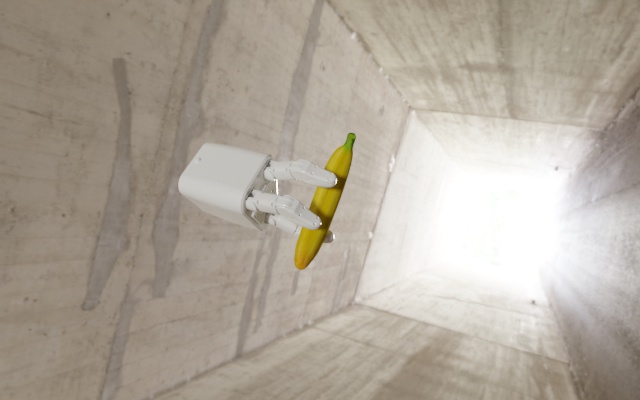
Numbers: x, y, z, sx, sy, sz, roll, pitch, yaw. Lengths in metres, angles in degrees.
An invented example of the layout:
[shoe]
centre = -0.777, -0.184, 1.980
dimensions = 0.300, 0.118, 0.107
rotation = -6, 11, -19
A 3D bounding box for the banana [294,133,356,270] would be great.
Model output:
[banana]
centre = 0.004, 0.003, 0.666
dimensions = 0.037, 0.197, 0.070
rotation = 18, -9, 12
